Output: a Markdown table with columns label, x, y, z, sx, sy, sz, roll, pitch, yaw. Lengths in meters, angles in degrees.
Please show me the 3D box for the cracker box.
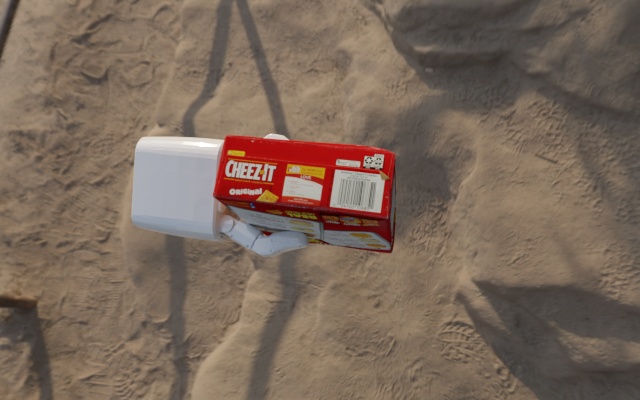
| label | x | y | z | sx | sy | sz | roll | pitch | yaw |
| --- | --- | --- | --- | --- | --- | --- | --- | --- | --- |
| cracker box | 0.000 | 0.002 | 0.527 | 0.164 | 0.072 | 0.214 | 6 | -13 | 11 |
